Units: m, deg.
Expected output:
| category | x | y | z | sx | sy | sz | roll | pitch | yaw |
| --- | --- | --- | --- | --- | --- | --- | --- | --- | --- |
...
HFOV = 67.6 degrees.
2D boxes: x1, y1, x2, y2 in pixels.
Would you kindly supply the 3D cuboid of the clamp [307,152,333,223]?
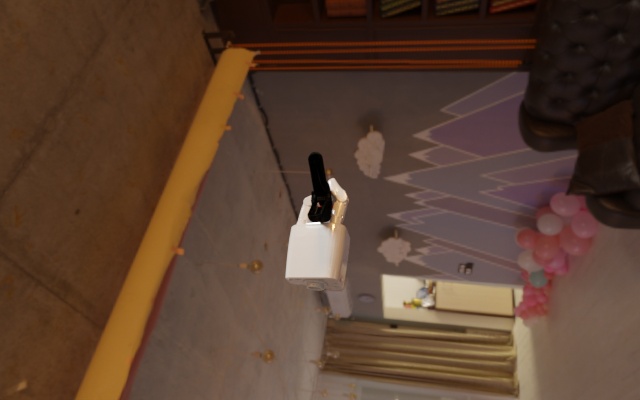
| category | x | y | z | sx | sy | sz | roll | pitch | yaw |
| --- | --- | --- | --- | --- | --- | --- | --- | --- | --- |
| clamp | 0.000 | 0.003 | 0.854 | 0.039 | 0.120 | 0.171 | 3 | -23 | 12 |
